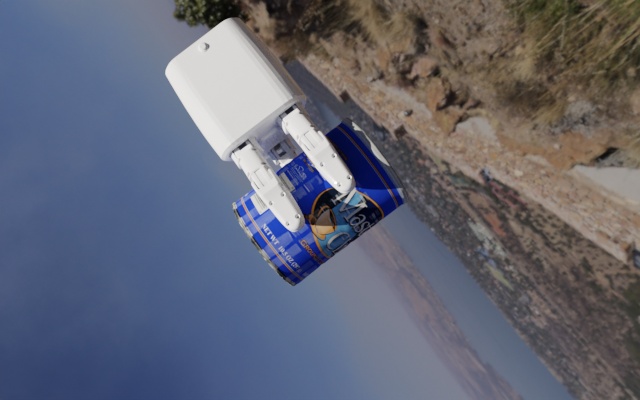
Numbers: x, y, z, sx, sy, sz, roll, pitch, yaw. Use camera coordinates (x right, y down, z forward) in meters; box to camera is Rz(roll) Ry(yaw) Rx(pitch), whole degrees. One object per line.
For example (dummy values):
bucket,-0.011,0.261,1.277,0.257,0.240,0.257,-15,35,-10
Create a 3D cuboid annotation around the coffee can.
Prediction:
coffee can,0.000,0.002,0.472,0.140,0.103,0.103,-37,0,0
